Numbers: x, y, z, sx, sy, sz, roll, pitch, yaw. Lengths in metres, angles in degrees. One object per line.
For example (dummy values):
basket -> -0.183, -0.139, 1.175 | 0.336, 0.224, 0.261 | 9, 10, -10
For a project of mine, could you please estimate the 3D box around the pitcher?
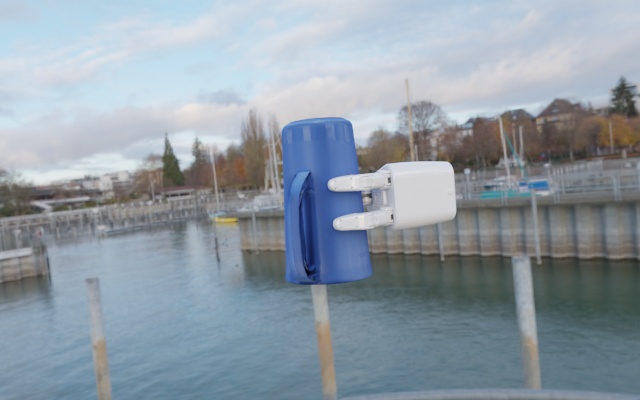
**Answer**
pitcher -> 0.000, 0.002, 0.716 | 0.145, 0.243, 0.149 | -6, 2, -19
